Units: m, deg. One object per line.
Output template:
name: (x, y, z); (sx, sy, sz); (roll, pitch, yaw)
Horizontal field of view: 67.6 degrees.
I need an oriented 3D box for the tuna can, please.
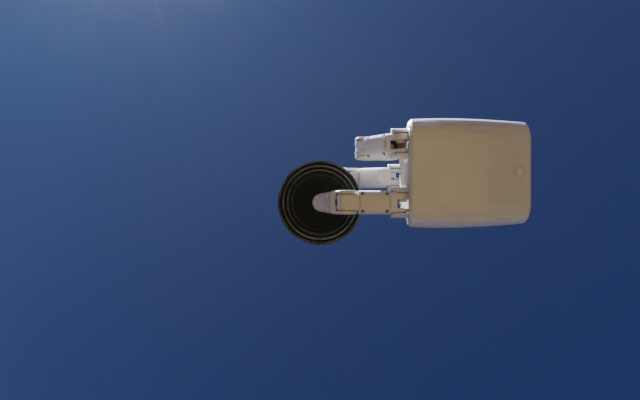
tuna can: (0.000, 0.002, 0.500); (0.086, 0.086, 0.034); (0, 3, 3)
